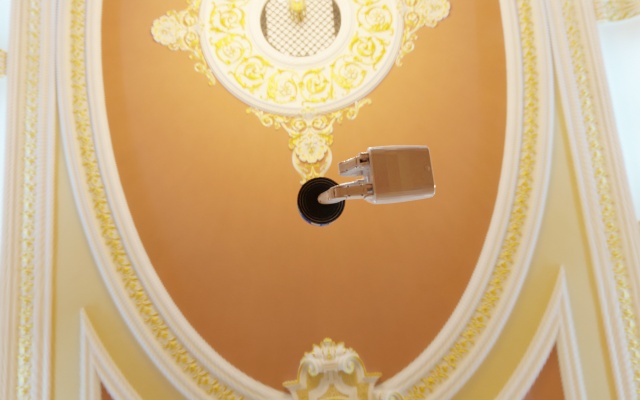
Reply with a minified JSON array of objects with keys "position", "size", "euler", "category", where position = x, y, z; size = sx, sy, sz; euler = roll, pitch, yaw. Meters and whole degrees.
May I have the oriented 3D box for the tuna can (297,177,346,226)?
[{"position":[0.000,0.003,0.855],"size":[0.086,0.086,0.034],"euler":[0,-11,-5],"category":"tuna can"}]
